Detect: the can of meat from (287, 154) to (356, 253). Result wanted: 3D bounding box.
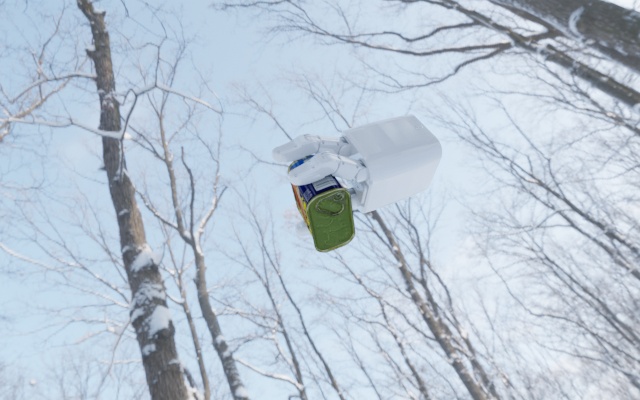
[{"bbox_3d":[0.000,0.002,0.620,0.057,0.102,0.084,-21,45,-10],"label":"can of meat"}]
